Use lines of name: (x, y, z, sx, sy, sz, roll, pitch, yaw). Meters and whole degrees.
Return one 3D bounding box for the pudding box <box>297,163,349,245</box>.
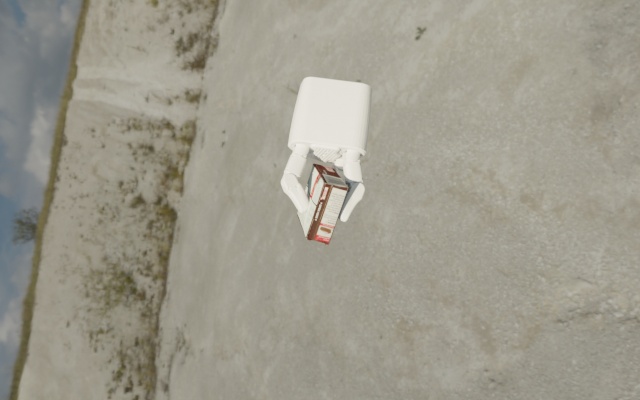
pudding box: (0.000, 0.002, 0.708, 0.039, 0.090, 0.113, 14, 15, -13)
